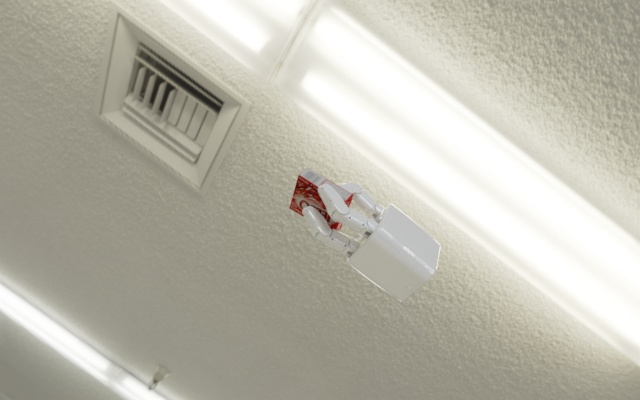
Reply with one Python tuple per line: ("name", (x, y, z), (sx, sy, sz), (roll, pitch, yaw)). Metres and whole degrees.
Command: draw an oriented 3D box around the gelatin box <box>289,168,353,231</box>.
("gelatin box", (0.000, 0.002, 0.744), (0.089, 0.073, 0.030), (31, 43, 14))
